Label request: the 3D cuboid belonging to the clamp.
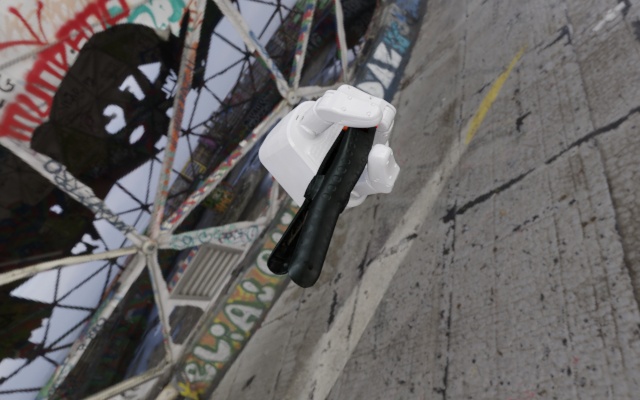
[{"bbox_3d":[0.000,0.001,0.440,0.039,0.171,0.120,33,-20,-17],"label":"clamp"}]
